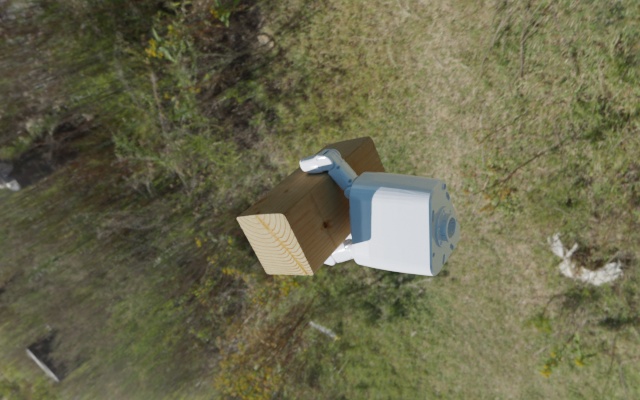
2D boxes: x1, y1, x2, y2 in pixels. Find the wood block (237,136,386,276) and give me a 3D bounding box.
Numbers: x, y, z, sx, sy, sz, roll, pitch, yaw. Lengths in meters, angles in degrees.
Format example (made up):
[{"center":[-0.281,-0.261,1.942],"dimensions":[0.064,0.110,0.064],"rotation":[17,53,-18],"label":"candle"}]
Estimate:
[{"center":[0.000,0.002,0.649],"dimensions":[0.090,0.091,0.206],"rotation":[-6,27,42],"label":"wood block"}]
